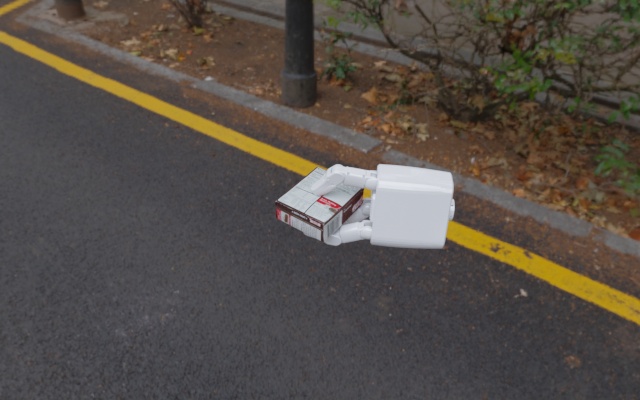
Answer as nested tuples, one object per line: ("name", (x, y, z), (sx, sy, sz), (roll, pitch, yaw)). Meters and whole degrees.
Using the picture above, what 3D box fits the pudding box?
("pudding box", (0.000, 0.002, 0.718), (0.090, 0.039, 0.113), (24, 43, 25))
